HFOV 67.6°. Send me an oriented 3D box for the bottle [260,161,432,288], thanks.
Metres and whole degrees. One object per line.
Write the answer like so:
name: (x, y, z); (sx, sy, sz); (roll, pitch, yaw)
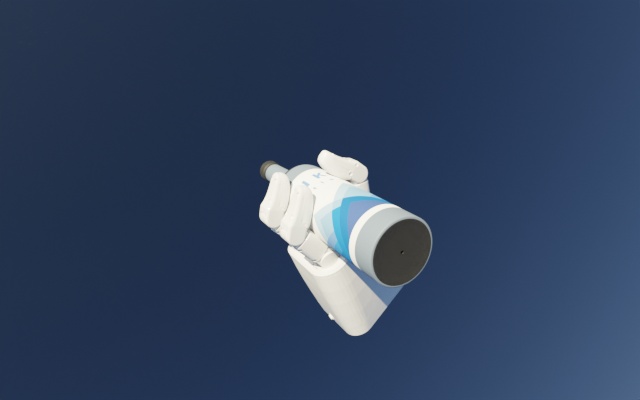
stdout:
bottle: (0.000, 0.002, 0.528); (0.069, 0.069, 0.295); (0, 17, -30)
